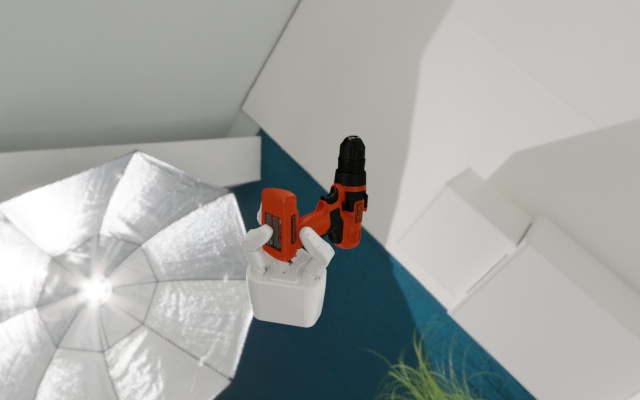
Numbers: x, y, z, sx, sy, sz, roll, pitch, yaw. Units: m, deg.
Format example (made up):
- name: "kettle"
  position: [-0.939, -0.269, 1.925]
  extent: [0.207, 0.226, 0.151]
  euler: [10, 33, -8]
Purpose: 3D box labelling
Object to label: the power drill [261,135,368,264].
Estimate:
- name: "power drill"
  position: [0.000, 0.003, 0.710]
  extent: [0.187, 0.184, 0.057]
  euler: [-16, 25, -43]
